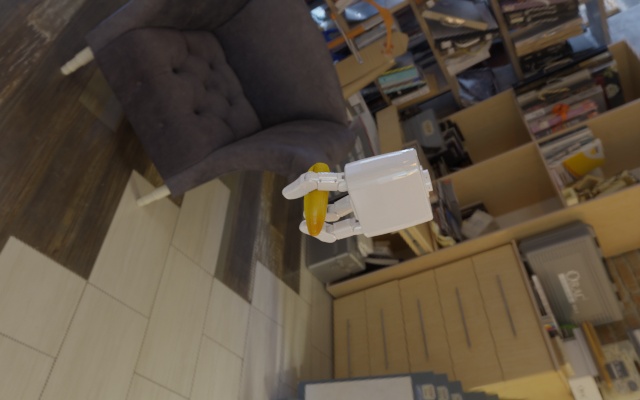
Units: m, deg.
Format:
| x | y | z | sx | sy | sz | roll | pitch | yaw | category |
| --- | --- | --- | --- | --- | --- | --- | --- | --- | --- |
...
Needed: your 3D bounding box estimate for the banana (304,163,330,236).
| x | y | z | sx | sy | sz | roll | pitch | yaw | category |
| --- | --- | --- | --- | --- | --- | --- | --- | --- | --- |
| -0.003 | -0.016 | 0.760 | 0.037 | 0.070 | 0.197 | -7 | 22 | 7 | banana |
